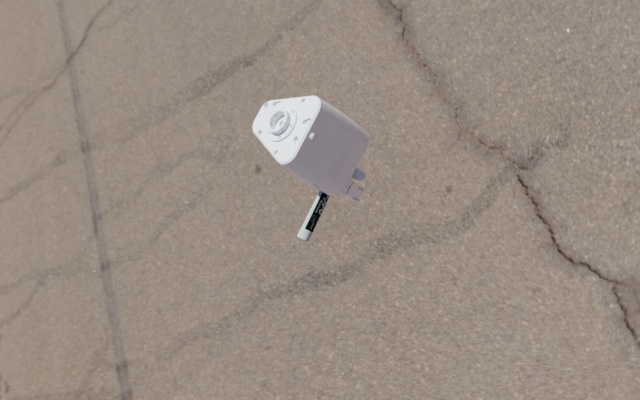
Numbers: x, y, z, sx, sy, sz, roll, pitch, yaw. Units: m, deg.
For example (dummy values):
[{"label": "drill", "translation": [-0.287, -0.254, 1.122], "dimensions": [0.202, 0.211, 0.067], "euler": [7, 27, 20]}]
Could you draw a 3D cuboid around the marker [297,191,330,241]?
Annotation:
[{"label": "marker", "translation": [0.000, 0.002, 0.702], "dimensions": [0.020, 0.121, 0.020], "euler": [26, -1, 1]}]
